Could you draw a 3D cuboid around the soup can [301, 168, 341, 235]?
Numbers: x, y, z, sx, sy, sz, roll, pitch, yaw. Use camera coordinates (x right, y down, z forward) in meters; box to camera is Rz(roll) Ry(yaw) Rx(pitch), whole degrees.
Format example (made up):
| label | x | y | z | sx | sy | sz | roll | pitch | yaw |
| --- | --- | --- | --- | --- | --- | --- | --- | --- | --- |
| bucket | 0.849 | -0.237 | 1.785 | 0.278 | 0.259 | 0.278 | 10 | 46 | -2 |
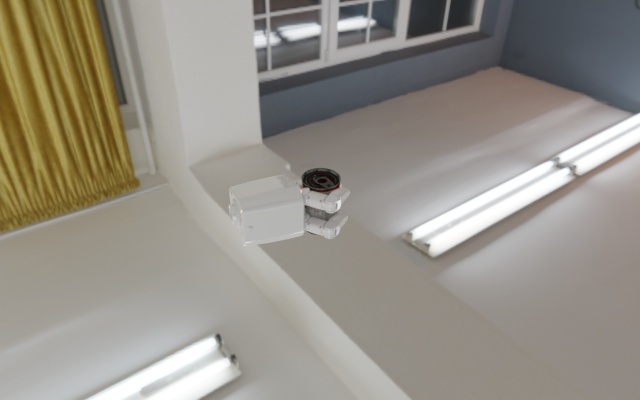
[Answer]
| label | x | y | z | sx | sy | sz | roll | pitch | yaw |
| --- | --- | --- | --- | --- | --- | --- | --- | --- | --- |
| soup can | 0.001 | 0.003 | 0.849 | 0.068 | 0.102 | 0.068 | 1 | 35 | -1 |
